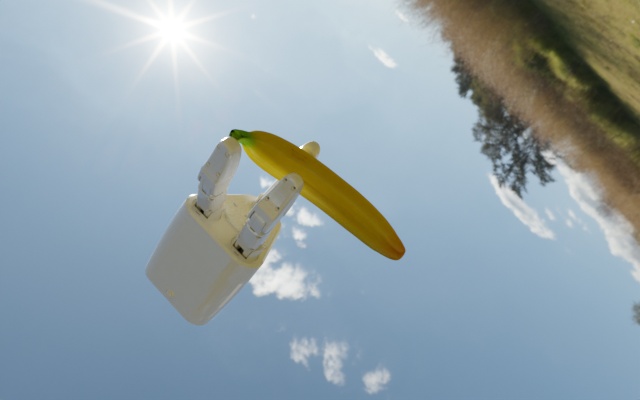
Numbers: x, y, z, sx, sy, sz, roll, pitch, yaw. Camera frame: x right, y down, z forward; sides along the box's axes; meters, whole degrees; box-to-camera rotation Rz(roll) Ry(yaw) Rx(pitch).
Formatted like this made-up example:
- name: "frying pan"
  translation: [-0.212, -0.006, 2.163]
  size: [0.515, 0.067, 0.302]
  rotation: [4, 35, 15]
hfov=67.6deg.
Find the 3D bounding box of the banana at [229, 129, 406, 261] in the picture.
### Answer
- name: "banana"
  translation: [-0.002, -0.009, 0.456]
  size: [0.198, 0.037, 0.069]
  rotation: [34, 24, -14]
